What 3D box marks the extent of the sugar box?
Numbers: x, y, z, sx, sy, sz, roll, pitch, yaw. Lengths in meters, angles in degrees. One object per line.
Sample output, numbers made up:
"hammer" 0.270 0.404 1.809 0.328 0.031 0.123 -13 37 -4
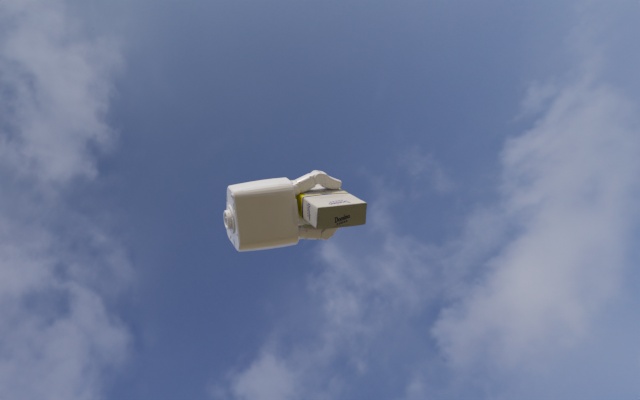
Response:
"sugar box" 0.000 0.003 0.855 0.093 0.048 0.176 -5 20 -23
